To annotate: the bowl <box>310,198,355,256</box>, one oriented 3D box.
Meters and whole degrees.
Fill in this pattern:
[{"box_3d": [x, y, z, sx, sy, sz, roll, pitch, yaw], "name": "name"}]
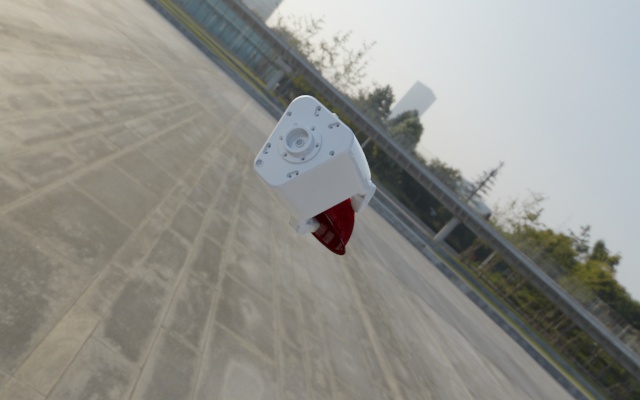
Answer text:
[{"box_3d": [0.000, 0.002, 0.703, 0.055, 0.162, 0.162, -39, 12, -15], "name": "bowl"}]
